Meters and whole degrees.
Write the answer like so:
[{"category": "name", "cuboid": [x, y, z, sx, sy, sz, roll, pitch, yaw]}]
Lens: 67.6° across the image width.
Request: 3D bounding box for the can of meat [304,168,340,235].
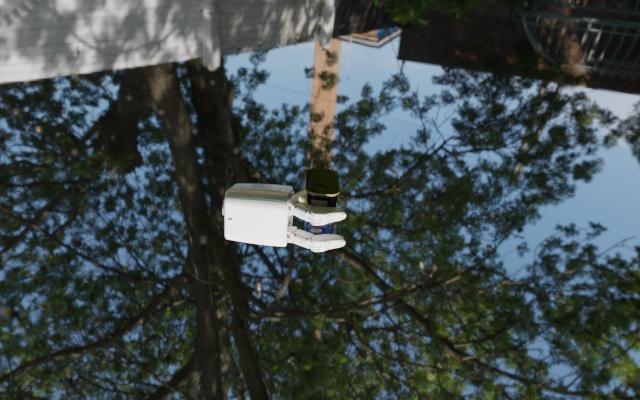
[{"category": "can of meat", "cuboid": [0.000, 0.003, 0.832, 0.057, 0.084, 0.102, 4, 27, -3]}]
